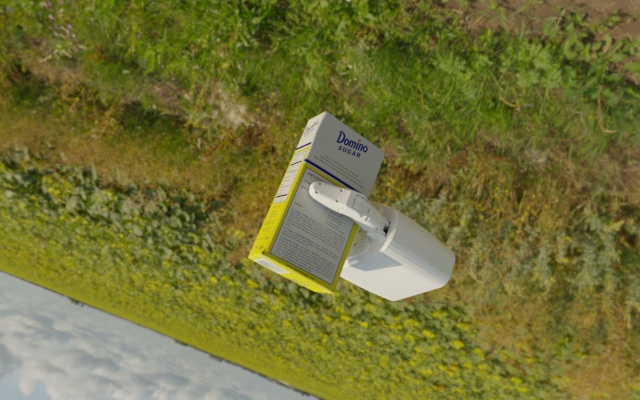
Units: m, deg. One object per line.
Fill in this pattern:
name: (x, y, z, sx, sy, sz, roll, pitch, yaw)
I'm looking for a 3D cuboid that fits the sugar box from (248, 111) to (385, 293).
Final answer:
sugar box: (0.000, 0.002, 0.524, 0.093, 0.176, 0.048, 32, -24, -24)
